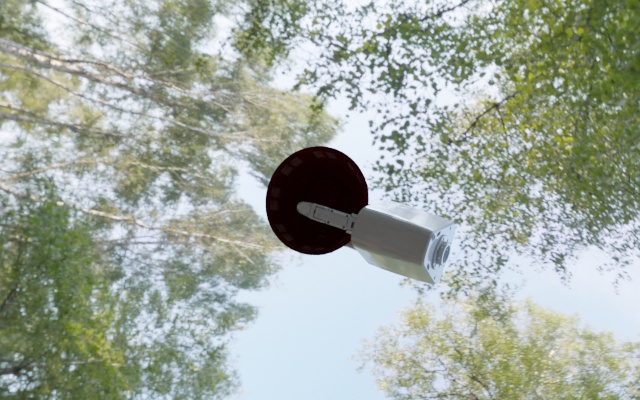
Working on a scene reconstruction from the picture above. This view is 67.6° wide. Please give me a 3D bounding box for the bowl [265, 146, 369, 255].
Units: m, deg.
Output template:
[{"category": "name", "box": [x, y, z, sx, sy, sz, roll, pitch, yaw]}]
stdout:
[{"category": "bowl", "box": [-0.001, 0.002, 0.723, 0.162, 0.162, 0.055, 0, -7, 19]}]
